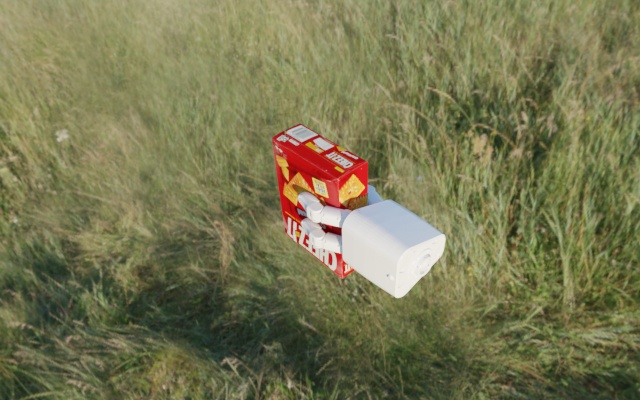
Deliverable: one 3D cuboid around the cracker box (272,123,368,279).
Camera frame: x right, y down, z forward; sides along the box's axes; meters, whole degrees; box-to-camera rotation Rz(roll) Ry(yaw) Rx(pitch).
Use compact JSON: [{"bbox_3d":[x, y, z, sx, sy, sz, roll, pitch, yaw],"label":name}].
[{"bbox_3d":[0.000,0.002,0.794,0.072,0.214,0.164,-30,46,-29],"label":"cracker box"}]
